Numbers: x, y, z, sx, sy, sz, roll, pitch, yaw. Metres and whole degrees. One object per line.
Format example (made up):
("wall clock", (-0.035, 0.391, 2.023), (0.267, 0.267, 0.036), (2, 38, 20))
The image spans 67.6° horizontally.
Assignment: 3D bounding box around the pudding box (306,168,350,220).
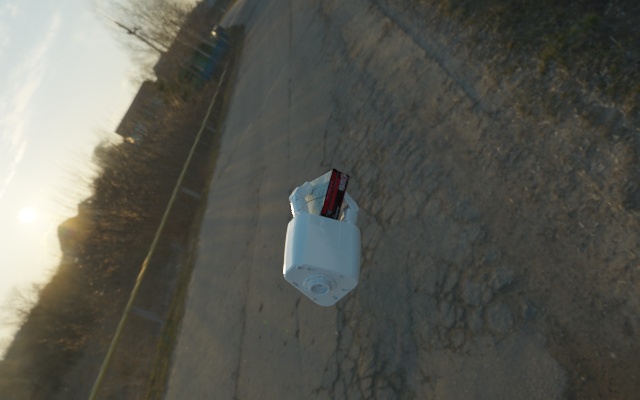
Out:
("pudding box", (0.000, 0.003, 0.832), (0.039, 0.090, 0.113), (26, -23, -22))
